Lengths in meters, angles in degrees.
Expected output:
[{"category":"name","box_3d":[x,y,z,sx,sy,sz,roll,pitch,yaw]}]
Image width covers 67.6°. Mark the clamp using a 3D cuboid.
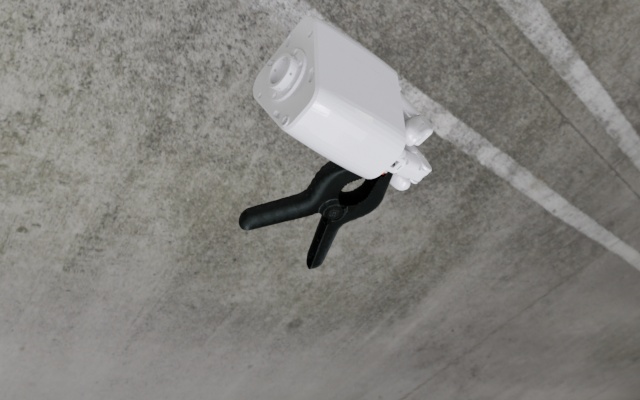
[{"category":"clamp","box_3d":[0.000,0.002,0.501,0.120,0.171,0.039,24,30,-37]}]
